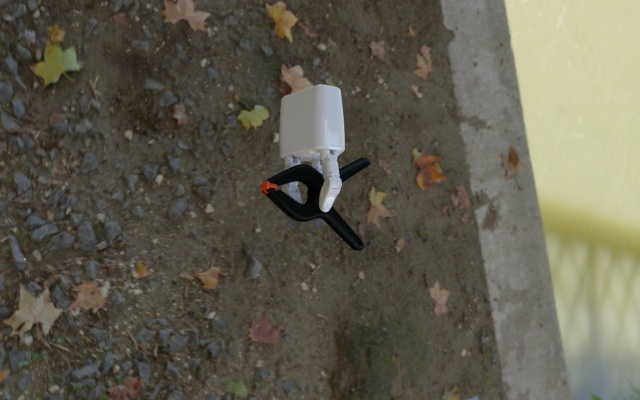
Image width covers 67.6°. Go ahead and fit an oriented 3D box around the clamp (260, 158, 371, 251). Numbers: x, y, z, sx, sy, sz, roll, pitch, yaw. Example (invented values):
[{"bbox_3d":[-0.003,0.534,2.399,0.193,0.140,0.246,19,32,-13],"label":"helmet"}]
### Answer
[{"bbox_3d":[0.000,0.002,0.795,0.210,0.164,0.036,2,-7,-32],"label":"clamp"}]
